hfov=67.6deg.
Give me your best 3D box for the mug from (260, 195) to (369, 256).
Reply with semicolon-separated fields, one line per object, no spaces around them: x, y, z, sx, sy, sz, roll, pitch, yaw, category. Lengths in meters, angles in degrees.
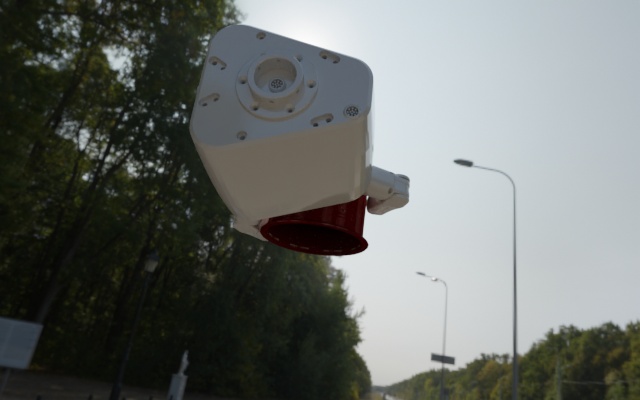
0.000;0.002;0.433;0.093;0.081;0.117;7;-21;4;mug
